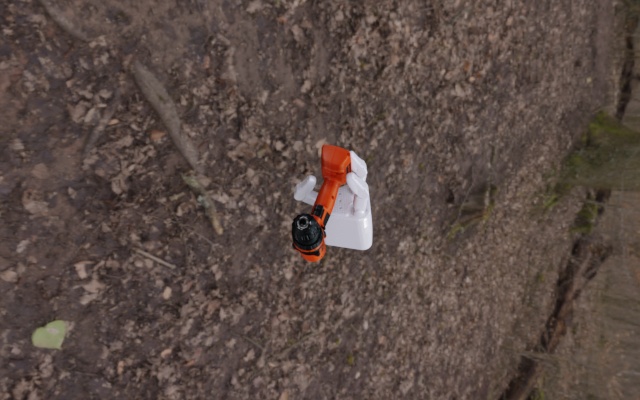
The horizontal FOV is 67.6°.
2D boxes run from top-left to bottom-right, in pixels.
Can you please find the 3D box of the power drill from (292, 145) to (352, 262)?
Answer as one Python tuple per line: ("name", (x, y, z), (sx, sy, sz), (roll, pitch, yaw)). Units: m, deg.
("power drill", (0.000, 0.002, 0.820), (0.057, 0.187, 0.184), (18, -18, 8))
